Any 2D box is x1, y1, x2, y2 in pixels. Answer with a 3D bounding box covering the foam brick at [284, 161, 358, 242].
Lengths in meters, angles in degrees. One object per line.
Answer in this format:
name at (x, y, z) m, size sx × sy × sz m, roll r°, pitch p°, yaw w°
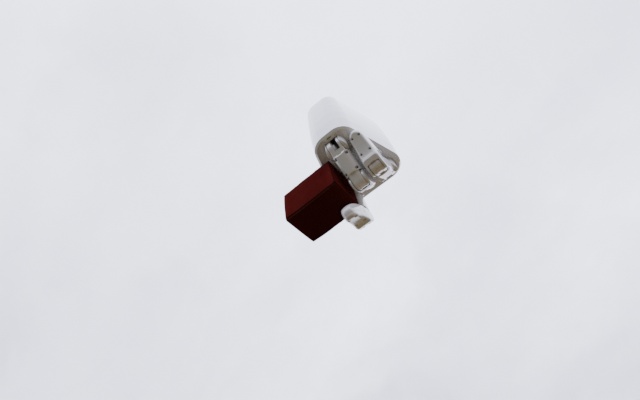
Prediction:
foam brick at (0.000, 0.002, 0.595) m, size 0.053 × 0.078 × 0.051 m, roll 43°, pitch 18°, yaw -32°
